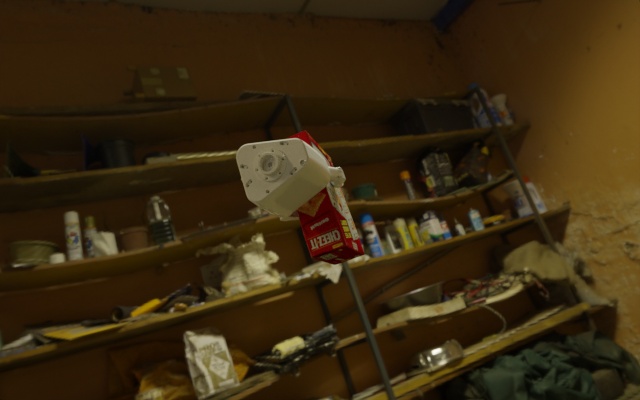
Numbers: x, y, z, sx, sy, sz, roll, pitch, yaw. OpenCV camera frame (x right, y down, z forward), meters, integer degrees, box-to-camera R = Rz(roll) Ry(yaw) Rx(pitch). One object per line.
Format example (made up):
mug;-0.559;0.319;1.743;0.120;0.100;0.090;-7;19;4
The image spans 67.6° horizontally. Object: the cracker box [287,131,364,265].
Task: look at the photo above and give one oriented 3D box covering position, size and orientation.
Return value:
cracker box;0.000;0.003;0.863;0.072;0.213;0.164;-22;-16;11
